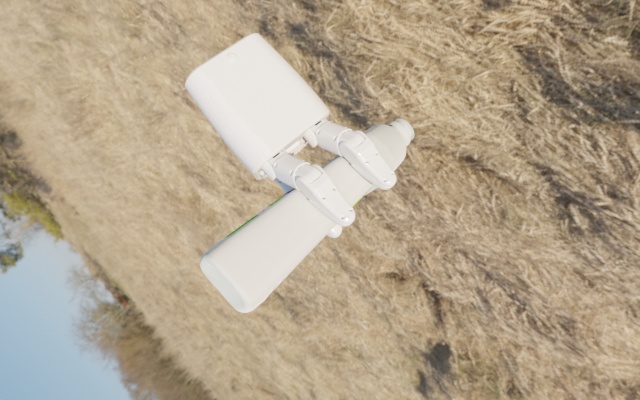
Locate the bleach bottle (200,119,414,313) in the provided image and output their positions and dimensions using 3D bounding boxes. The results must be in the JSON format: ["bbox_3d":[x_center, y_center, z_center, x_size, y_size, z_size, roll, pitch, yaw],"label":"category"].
[{"bbox_3d":[0.000,0.002,0.475,0.250,0.068,0.102,-41,0,-22],"label":"bleach bottle"}]
